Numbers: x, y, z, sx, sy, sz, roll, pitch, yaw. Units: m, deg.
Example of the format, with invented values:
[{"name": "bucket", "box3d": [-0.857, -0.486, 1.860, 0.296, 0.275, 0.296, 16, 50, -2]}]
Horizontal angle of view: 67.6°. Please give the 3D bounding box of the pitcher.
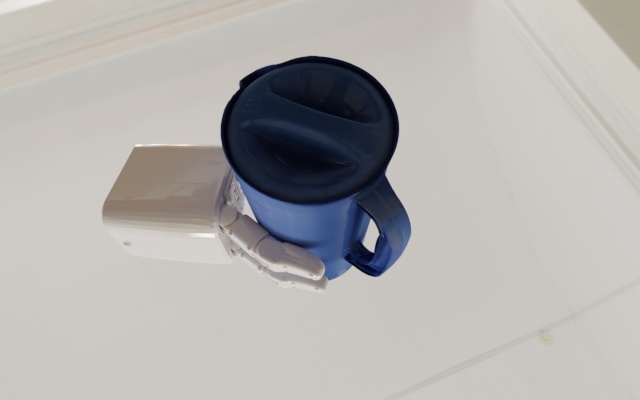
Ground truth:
[{"name": "pitcher", "box3d": [0.000, 0.001, 0.451, 0.145, 0.149, 0.243, 2, -26, 3]}]
